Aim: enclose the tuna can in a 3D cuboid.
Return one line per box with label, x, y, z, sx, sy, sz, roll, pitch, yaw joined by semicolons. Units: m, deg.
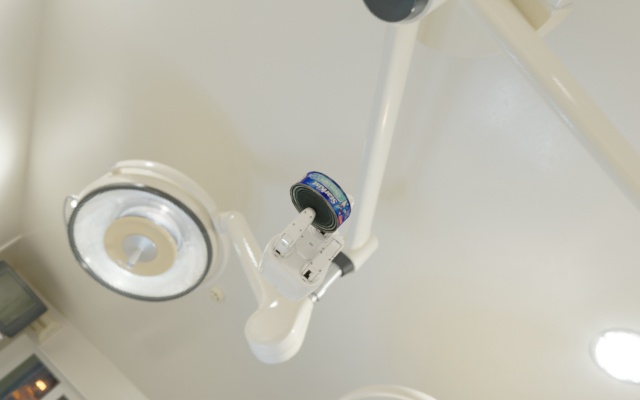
tuna can;0.000;0.002;0.655;0.033;0.086;0.086;-44;23;-27
